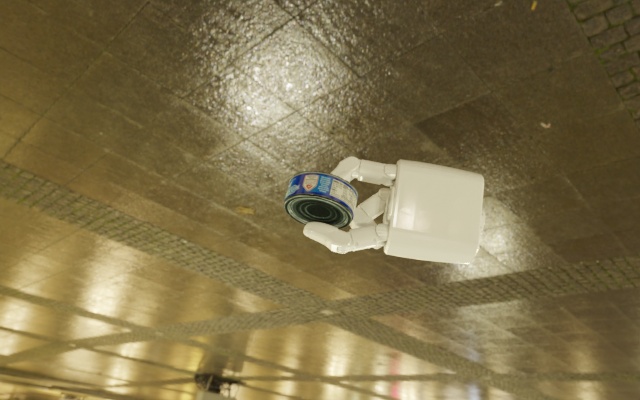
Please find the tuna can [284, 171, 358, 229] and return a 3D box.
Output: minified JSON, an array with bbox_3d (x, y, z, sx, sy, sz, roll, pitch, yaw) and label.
[{"bbox_3d":[0.000,0.002,0.570,0.086,0.033,0.086,11,-28,6],"label":"tuna can"}]
